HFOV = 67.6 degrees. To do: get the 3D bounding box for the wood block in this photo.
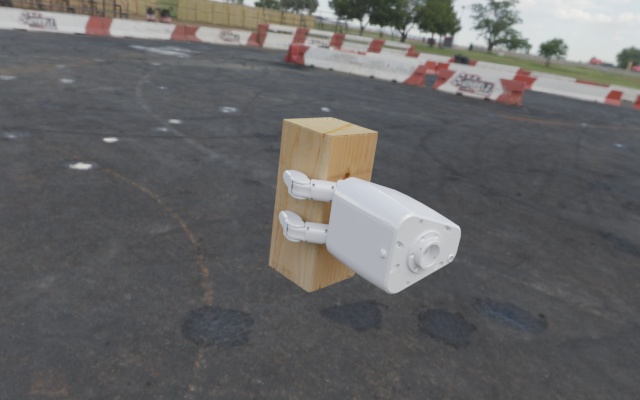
[{"bbox_3d":[0.001,0.002,0.634,0.091,0.206,0.090,-11,27,-43],"label":"wood block"}]
